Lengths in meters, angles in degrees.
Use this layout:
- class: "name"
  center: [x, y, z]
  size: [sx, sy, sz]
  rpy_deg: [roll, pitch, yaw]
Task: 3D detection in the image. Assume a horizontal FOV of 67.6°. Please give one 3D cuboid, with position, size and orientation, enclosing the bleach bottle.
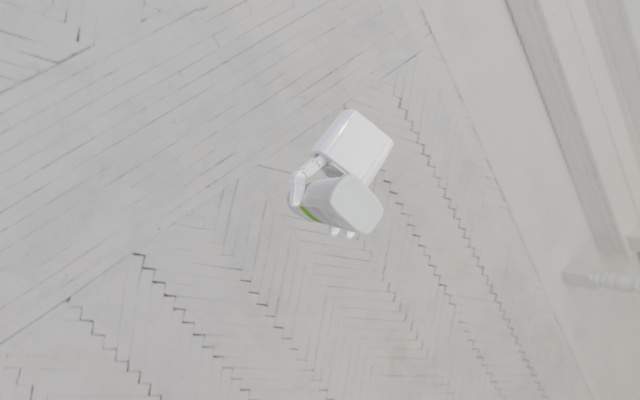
- class: "bleach bottle"
  center: [0.000, 0.003, 0.843]
  size: [0.102, 0.068, 0.251]
  rpy_deg: [44, -18, -23]
